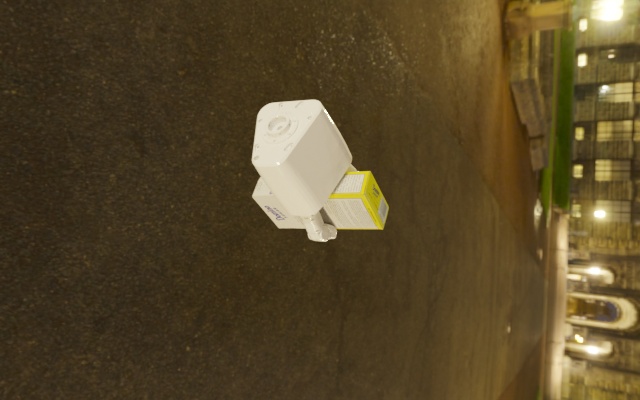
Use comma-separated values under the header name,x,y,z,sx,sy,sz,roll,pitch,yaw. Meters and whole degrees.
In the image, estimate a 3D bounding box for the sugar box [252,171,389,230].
name,x,y,z,sx,sy,sz,roll,pitch,yaw
sugar box,0.000,0.002,0.690,0.176,0.048,0.093,2,-33,28
